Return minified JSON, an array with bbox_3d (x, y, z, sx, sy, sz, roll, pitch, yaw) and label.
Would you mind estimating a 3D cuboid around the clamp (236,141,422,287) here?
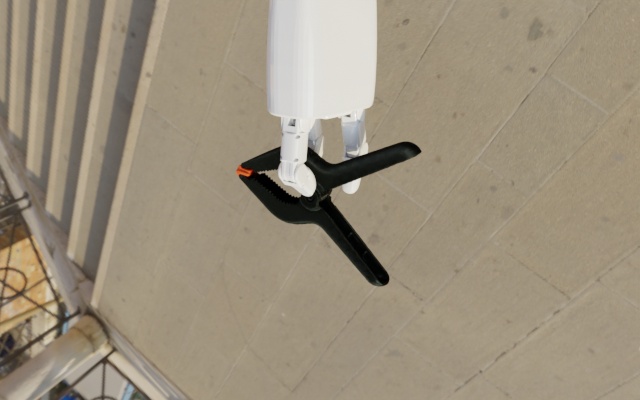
[{"bbox_3d":[-0.001,0.002,0.530,0.210,0.165,0.036,13,22,24],"label":"clamp"}]
